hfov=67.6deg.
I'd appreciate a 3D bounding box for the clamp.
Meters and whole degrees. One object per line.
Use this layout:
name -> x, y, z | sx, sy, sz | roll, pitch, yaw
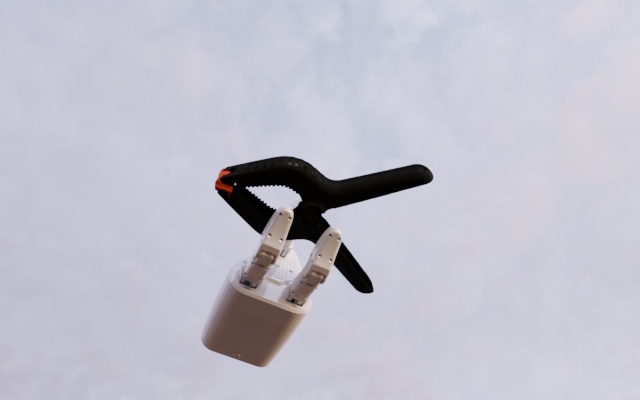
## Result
clamp -> -0.001, 0.001, 0.492 | 0.210, 0.165, 0.036 | 24, 25, -12
